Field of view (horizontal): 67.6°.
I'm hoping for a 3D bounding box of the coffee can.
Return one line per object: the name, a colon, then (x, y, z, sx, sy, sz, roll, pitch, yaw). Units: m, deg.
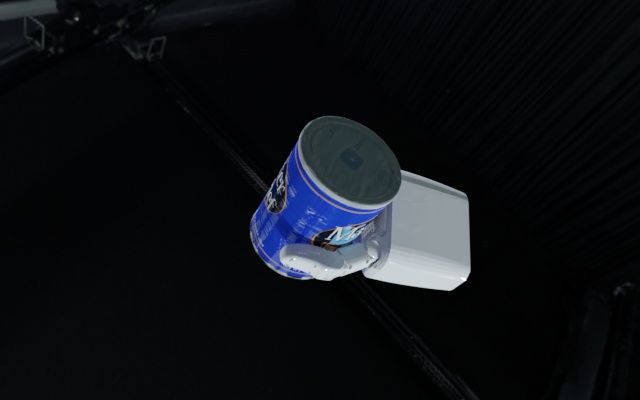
coffee can: (0.000, 0.001, 0.476, 0.103, 0.102, 0.140, 0, -34, -31)
